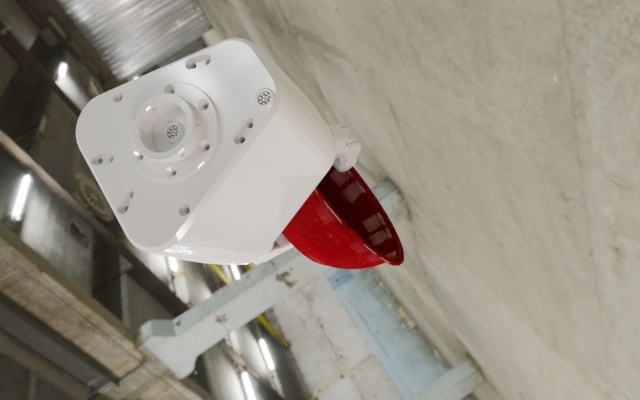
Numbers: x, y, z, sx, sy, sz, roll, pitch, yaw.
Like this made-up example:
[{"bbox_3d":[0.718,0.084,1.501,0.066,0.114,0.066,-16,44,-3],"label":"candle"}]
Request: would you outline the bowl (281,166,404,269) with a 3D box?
[{"bbox_3d":[0.000,0.002,0.404,0.055,0.162,0.162,-39,-13,16],"label":"bowl"}]
